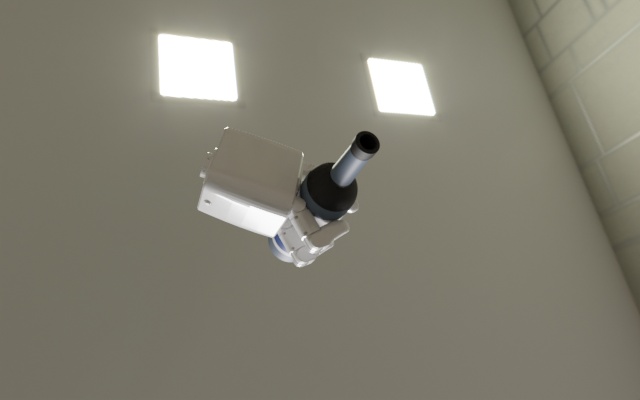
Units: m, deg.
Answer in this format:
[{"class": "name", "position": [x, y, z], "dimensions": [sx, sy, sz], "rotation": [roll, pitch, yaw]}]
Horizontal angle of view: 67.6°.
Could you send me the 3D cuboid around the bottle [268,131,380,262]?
[{"class": "bottle", "position": [0.000, 0.002, 0.609], "dimensions": [0.069, 0.069, 0.296], "rotation": [0, -25, -21]}]
